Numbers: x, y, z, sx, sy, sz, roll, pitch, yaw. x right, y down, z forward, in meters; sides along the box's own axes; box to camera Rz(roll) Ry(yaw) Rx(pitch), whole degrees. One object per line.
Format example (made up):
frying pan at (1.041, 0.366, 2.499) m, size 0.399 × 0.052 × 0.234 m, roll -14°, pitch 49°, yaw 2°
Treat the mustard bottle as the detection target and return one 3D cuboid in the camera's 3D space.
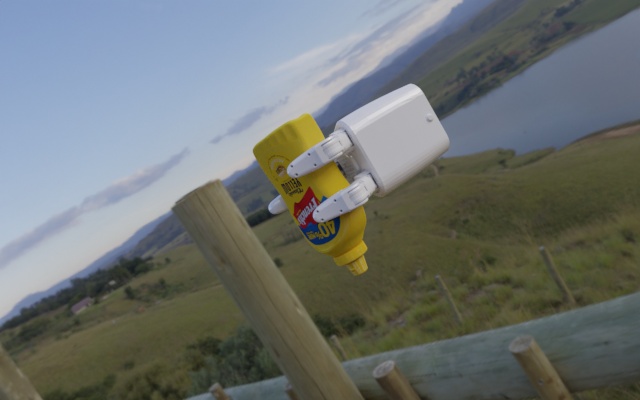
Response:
mustard bottle at (0.000, 0.002, 0.553) m, size 0.058 × 0.191 × 0.096 m, roll -35°, pitch 6°, yaw -40°
